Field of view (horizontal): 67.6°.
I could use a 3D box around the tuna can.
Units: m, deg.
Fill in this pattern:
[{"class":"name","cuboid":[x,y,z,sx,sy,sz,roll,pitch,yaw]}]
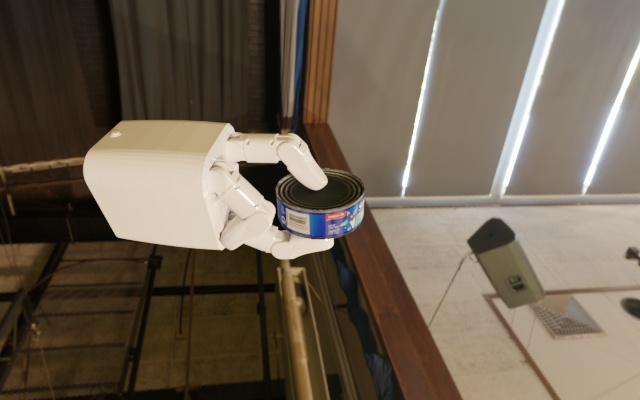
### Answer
[{"class":"tuna can","cuboid":[0.000,0.002,0.465,0.086,0.034,0.086,-1,30,1]}]
